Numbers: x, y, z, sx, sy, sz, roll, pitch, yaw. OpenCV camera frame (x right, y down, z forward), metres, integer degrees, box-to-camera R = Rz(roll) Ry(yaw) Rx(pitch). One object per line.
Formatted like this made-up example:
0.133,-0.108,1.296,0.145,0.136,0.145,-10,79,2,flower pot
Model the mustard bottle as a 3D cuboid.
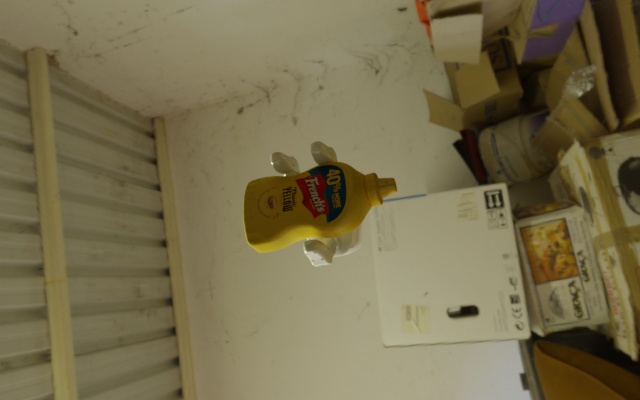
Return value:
0.000,0.002,0.596,0.191,0.096,0.058,-13,-31,16,mustard bottle
